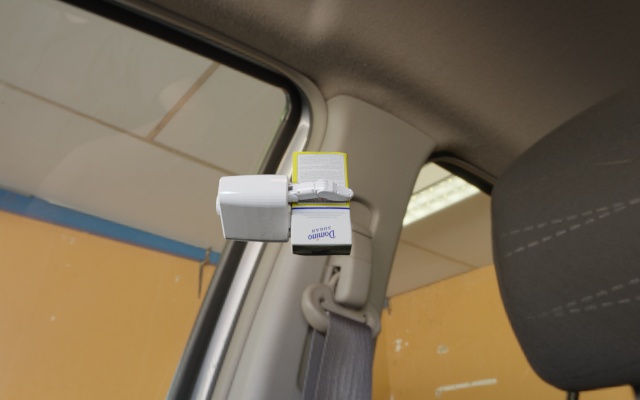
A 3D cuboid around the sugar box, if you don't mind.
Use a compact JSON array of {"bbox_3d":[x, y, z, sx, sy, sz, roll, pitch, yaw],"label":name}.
[{"bbox_3d":[0.000,0.003,0.767,0.093,0.176,0.048,1,-31,-1],"label":"sugar box"}]
